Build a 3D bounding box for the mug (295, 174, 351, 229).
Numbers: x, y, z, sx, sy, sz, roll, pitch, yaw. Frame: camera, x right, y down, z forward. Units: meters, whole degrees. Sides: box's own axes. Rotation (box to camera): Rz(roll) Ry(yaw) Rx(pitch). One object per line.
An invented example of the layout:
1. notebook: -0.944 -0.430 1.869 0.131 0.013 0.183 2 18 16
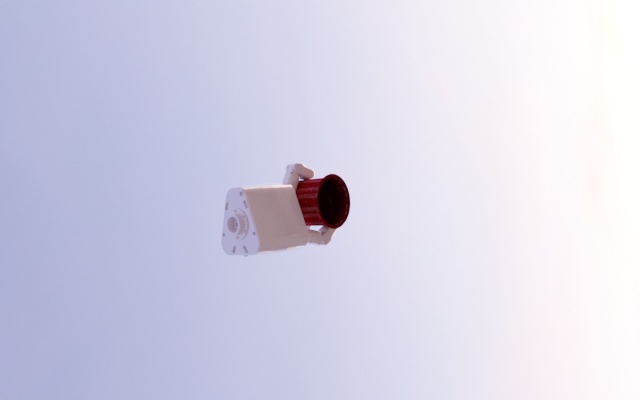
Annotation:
1. mug: 0.001 0.003 0.837 0.081 0.093 0.117 -3 -1 40
